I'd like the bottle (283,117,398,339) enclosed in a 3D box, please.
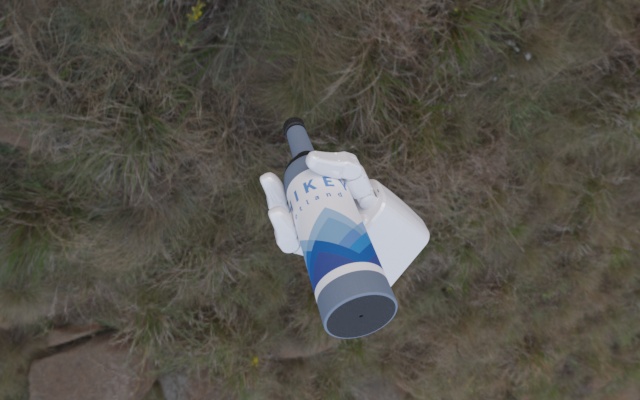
[{"bbox_3d":[0.000,0.002,0.511,0.069,0.069,0.295,0,42,-19],"label":"bottle"}]
